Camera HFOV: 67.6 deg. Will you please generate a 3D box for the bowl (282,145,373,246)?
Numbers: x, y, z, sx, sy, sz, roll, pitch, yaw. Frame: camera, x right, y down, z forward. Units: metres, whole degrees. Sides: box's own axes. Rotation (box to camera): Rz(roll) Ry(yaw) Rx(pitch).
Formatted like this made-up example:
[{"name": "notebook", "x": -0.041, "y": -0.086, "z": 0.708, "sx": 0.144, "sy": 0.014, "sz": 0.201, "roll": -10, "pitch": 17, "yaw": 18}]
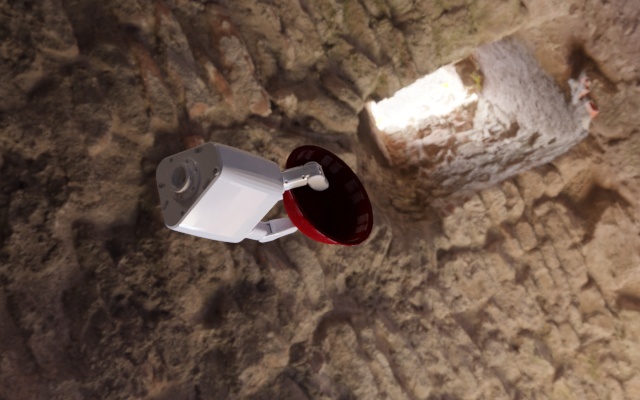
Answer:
[{"name": "bowl", "x": 0.001, "y": 0.003, "z": 0.684, "sx": 0.162, "sy": 0.162, "sz": 0.055, "roll": 0, "pitch": -29, "yaw": -46}]
